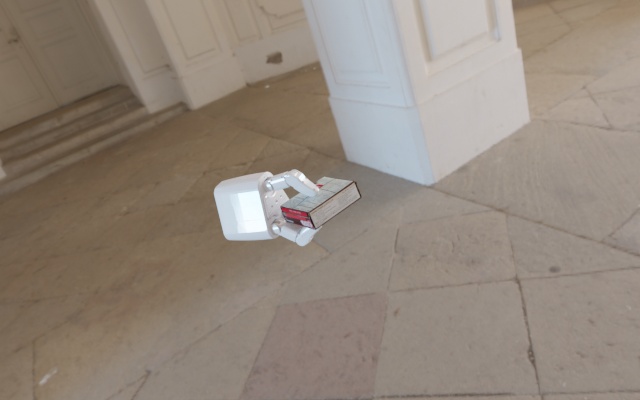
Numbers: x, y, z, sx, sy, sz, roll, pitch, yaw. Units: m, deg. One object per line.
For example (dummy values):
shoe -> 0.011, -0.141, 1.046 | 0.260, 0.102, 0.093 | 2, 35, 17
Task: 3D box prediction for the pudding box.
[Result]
pudding box -> 0.000, 0.003, 0.823 | 0.113, 0.039, 0.090 | -36, 27, -27
